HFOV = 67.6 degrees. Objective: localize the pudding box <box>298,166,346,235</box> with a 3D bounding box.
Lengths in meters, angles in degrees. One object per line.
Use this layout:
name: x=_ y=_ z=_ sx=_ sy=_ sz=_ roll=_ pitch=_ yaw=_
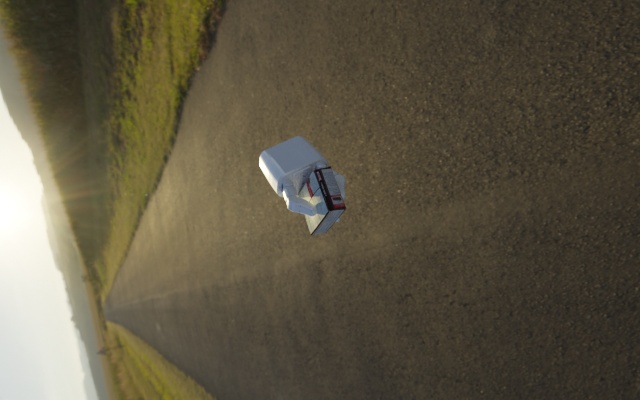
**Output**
pudding box: x=0.000 y=0.003 z=0.897 sx=0.039 sy=0.090 sz=0.113 roll=-11 pitch=-22 yaw=-23
